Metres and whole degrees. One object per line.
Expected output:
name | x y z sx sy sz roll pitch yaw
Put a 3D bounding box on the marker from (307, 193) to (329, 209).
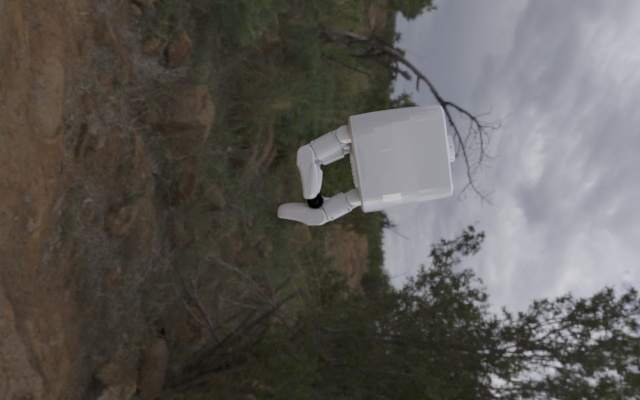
marker | 0.000 0.002 0.610 0.020 0.020 0.121 0 -2 7
